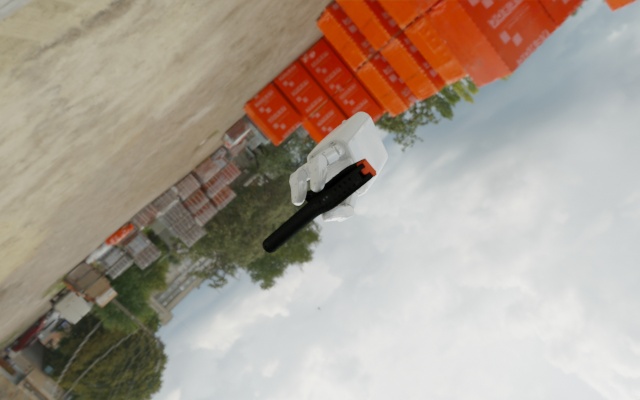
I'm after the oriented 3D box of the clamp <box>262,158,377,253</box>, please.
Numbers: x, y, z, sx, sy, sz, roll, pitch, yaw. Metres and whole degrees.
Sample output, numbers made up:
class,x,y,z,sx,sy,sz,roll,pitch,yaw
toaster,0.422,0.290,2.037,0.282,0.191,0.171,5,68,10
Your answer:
class,x,y,z,sx,sy,sz,roll,pitch,yaw
clamp,0.001,0.003,0.741,0.210,0.036,0.164,-32,15,46
